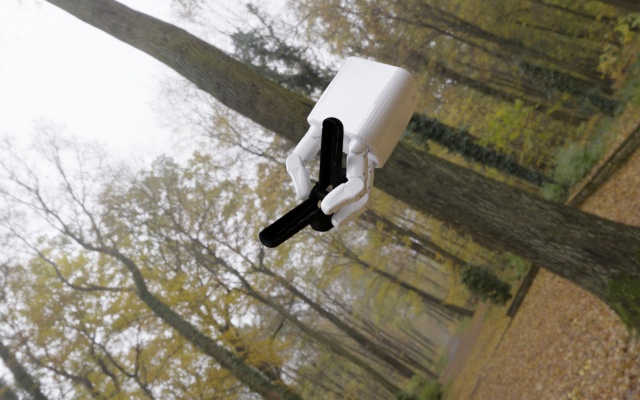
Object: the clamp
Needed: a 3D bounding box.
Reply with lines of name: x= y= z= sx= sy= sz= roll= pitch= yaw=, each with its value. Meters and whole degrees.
clamp: x=0.000 y=0.002 z=0.616 sx=0.036 sy=0.164 sz=0.210 roll=31 pitch=-5 yaw=21
